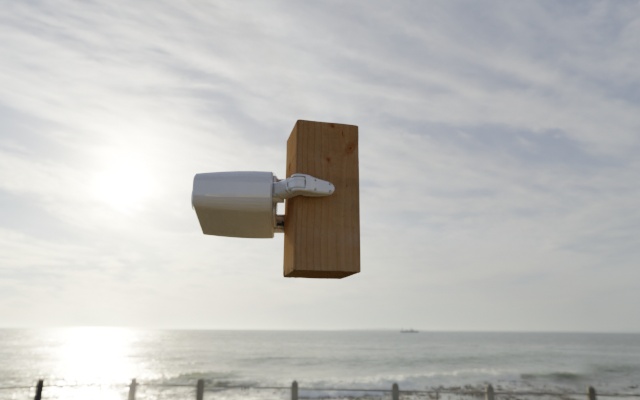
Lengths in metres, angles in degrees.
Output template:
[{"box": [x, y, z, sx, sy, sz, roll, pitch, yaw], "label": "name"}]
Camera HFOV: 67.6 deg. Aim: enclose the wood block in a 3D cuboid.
[{"box": [0.000, 0.002, 0.672, 0.090, 0.206, 0.091, 4, -15, -14], "label": "wood block"}]
